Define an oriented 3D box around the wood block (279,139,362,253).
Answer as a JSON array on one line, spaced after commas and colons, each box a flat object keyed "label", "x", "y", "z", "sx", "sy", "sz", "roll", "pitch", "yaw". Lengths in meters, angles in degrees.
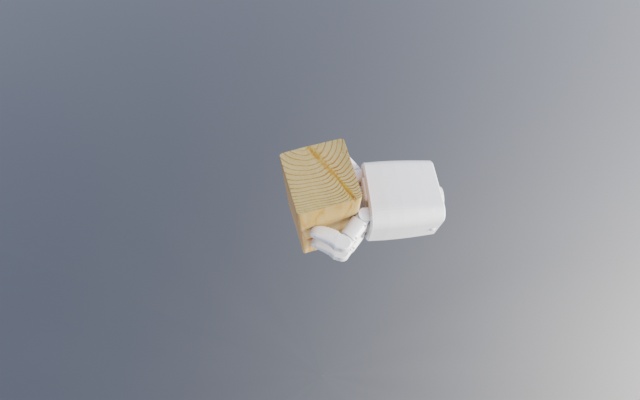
[{"label": "wood block", "x": 0.000, "y": 0.002, "z": 0.710, "sx": 0.090, "sy": 0.090, "sz": 0.206, "roll": -15, "pitch": -19, "yaw": -5}]
